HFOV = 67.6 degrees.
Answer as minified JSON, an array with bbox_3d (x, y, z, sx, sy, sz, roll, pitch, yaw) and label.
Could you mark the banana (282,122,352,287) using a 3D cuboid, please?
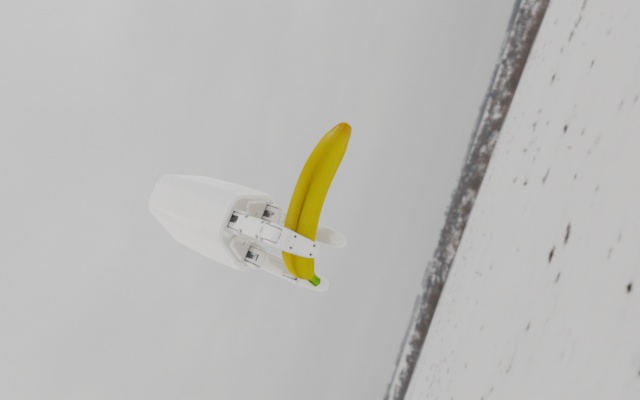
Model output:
[{"bbox_3d":[-0.009,0.006,0.537,0.037,0.198,0.069,18,11,24],"label":"banana"}]
